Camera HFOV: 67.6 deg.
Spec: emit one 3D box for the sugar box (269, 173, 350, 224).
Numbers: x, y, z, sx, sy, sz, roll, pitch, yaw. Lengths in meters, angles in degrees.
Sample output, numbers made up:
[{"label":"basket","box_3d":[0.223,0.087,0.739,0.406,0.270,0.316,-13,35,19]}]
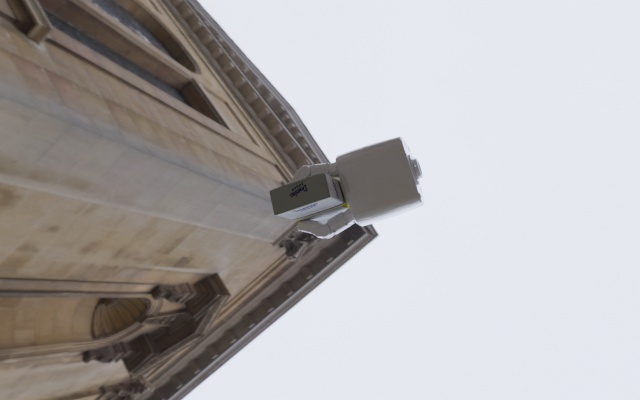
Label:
[{"label":"sugar box","box_3d":[0.000,0.002,0.765,0.093,0.048,0.176,-18,-17,17]}]
